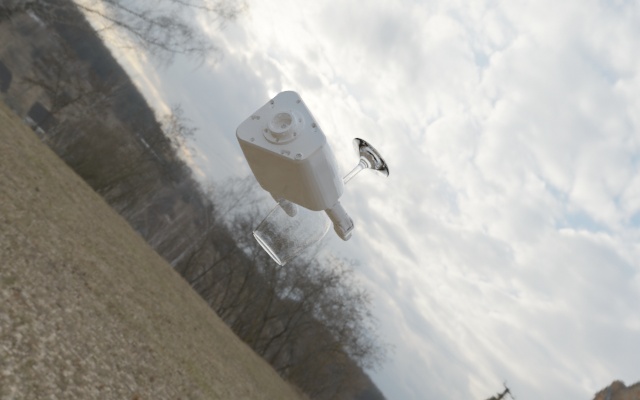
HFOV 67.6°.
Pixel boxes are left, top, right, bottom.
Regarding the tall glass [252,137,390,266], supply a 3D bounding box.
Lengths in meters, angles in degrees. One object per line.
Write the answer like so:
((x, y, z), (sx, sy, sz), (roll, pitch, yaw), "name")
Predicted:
((0.001, 0.002, 0.667), (0.201, 0.079, 0.079), (-42, 11, -12), "tall glass")
